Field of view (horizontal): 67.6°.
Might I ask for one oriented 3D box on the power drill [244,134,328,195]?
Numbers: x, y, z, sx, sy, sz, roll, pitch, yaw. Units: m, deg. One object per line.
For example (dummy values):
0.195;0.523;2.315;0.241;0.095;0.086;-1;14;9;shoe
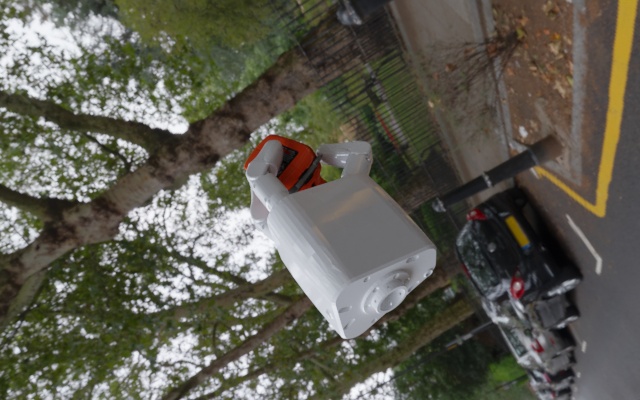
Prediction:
0.000;0.002;0.565;0.188;0.057;0.184;41;-9;-34;power drill
